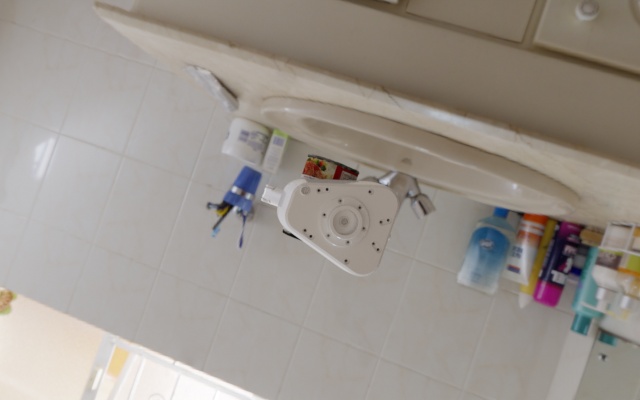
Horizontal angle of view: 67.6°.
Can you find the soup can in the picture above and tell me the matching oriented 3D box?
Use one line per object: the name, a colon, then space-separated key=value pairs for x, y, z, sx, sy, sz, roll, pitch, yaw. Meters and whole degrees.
soup can: x=0.000 y=0.002 z=0.592 sx=0.068 sy=0.102 sz=0.068 roll=19 pitch=-1 yaw=0
